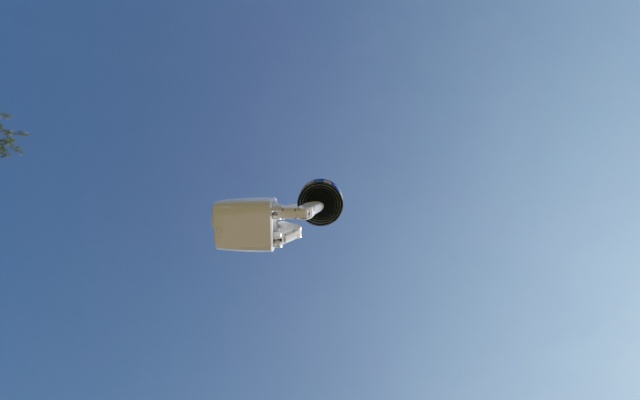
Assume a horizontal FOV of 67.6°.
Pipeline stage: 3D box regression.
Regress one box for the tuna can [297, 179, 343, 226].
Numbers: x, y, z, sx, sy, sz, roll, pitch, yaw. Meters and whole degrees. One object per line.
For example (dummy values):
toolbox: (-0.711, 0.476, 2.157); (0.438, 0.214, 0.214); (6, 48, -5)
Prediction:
tuna can: (0.000, 0.003, 0.901); (0.086, 0.086, 0.033); (0, 17, 3)
